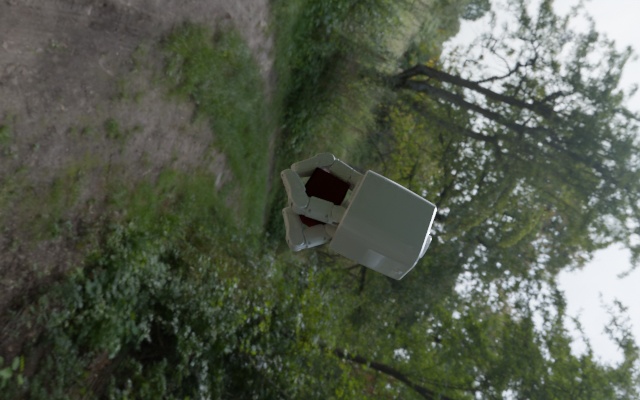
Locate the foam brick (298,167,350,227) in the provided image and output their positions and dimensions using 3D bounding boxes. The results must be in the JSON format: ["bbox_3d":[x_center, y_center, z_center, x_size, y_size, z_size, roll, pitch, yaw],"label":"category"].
[{"bbox_3d":[0.000,0.002,0.655,0.051,0.053,0.078,29,-25,5],"label":"foam brick"}]
